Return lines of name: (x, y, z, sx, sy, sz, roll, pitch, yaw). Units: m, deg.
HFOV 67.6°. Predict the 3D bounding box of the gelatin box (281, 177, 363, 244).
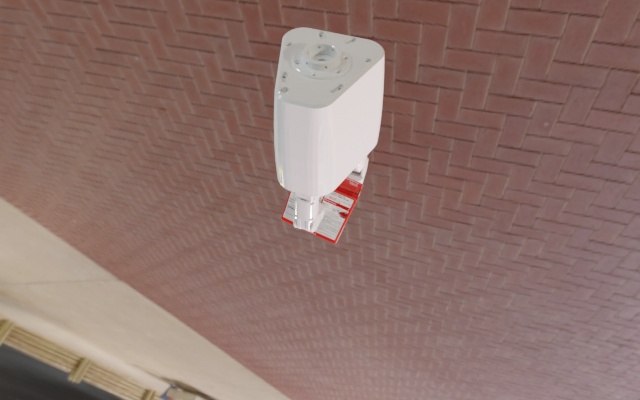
gelatin box: (0.000, 0.002, 0.549, 0.073, 0.030, 0.089, 24, -42, 2)
